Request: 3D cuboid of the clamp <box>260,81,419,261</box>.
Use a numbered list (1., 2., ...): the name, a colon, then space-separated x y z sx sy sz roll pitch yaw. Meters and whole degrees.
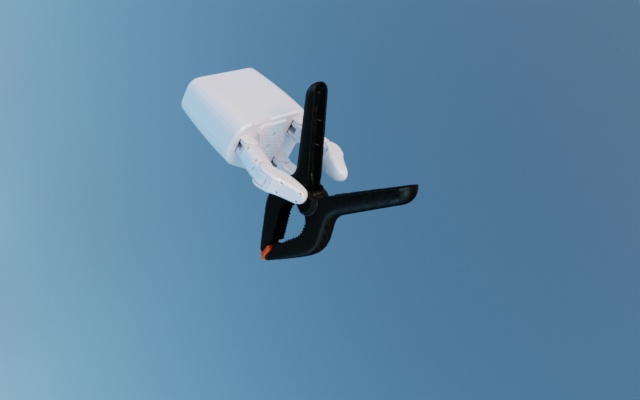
1. clamp: -0.001 0.002 0.522 0.164 0.210 0.036 45 30 25
